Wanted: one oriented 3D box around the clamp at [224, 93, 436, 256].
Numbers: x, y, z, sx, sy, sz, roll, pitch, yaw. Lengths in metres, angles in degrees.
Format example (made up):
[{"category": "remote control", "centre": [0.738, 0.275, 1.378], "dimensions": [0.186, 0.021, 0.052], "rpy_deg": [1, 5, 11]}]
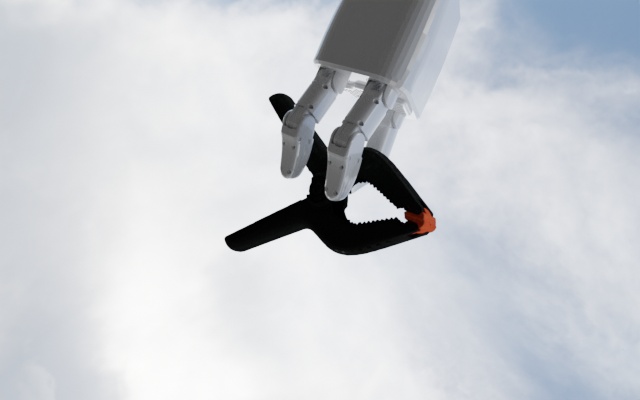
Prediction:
[{"category": "clamp", "centre": [0.001, 0.002, 0.432], "dimensions": [0.210, 0.164, 0.036], "rpy_deg": [26, 6, 35]}]
